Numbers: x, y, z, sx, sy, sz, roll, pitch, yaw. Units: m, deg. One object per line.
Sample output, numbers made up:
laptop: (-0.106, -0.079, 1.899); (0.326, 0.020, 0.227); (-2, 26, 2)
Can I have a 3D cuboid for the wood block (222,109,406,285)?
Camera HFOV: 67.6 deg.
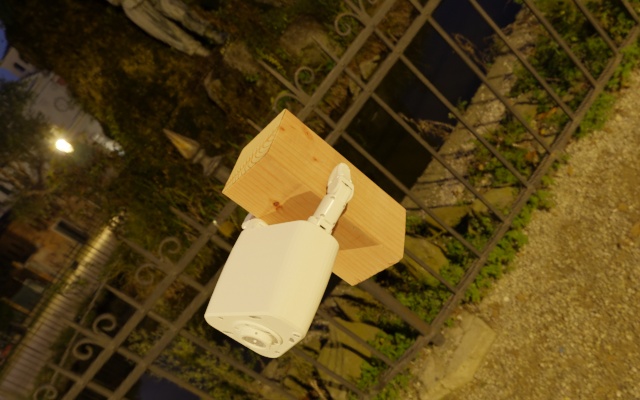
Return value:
wood block: (0.000, 0.002, 0.581); (0.206, 0.090, 0.091); (38, -51, -21)
